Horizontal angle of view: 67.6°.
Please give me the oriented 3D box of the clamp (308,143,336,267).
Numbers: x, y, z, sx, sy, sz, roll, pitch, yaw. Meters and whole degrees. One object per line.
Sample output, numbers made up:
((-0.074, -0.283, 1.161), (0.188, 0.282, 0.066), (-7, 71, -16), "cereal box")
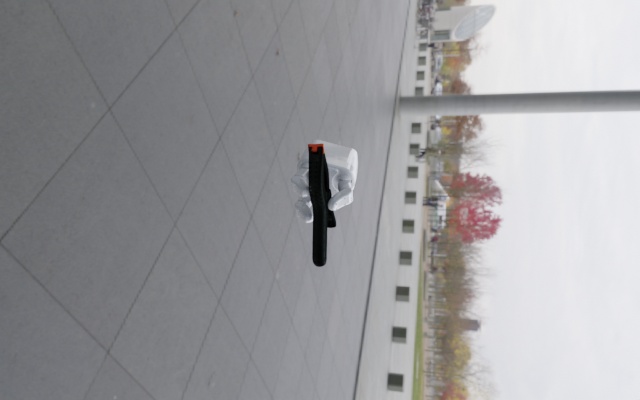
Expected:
((0.001, 0.002, 0.863), (0.036, 0.210, 0.164), (-2, 30, 9), "clamp")
